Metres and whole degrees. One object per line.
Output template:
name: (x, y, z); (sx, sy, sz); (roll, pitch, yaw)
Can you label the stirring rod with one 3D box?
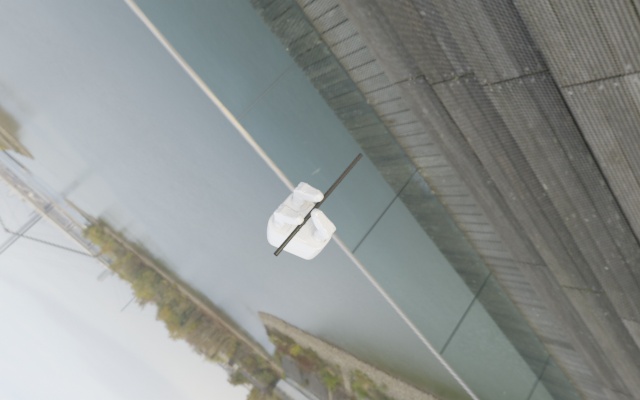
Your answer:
stirring rod: (0.000, 0.003, 0.814); (0.011, 0.239, 0.011); (34, -22, 16)
